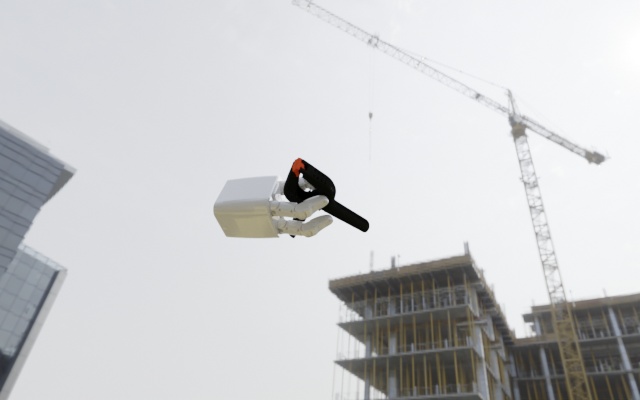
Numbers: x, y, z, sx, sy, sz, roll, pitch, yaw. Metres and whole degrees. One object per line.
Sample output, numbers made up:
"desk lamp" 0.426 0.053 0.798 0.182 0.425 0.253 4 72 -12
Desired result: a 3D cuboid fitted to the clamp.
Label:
"clamp" 0.000 0.002 0.871 0.164 0.036 0.210 -2 -39 11
